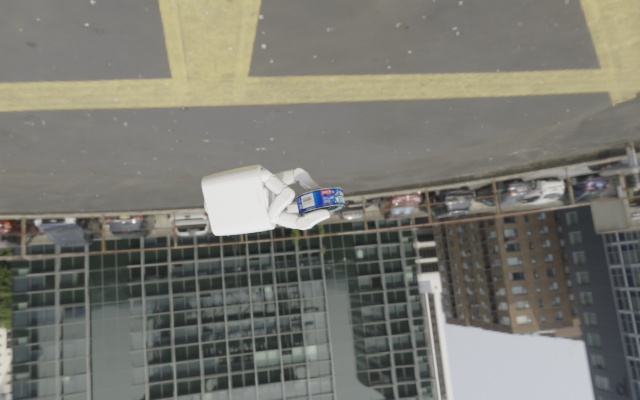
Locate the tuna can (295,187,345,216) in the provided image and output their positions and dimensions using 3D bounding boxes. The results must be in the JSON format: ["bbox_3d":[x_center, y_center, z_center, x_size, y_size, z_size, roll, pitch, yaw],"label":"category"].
[{"bbox_3d":[0.000,0.003,0.854,0.086,0.033,0.086,-11,-10,-2],"label":"tuna can"}]
